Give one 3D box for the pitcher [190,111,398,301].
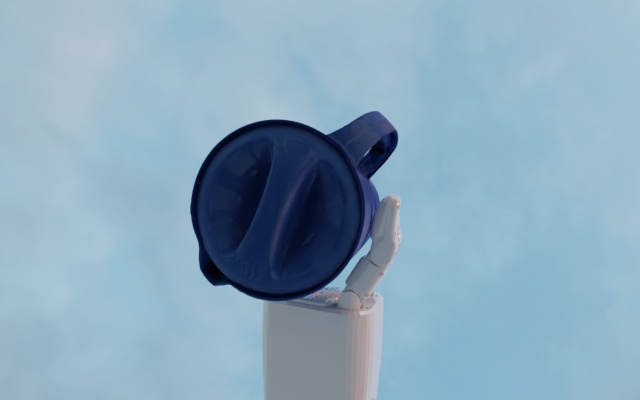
[{"bbox_3d":[0.000,0.002,0.455,0.149,0.145,0.243,2,0,13],"label":"pitcher"}]
